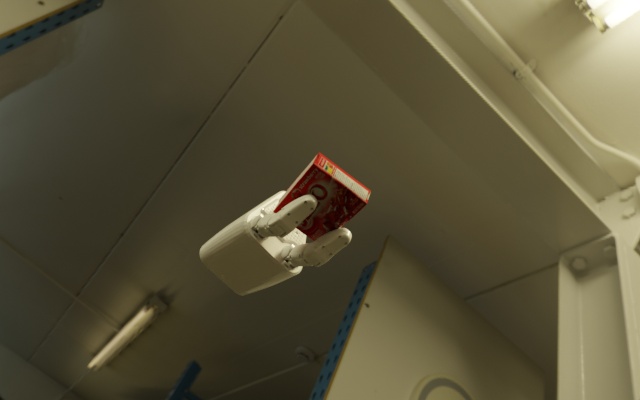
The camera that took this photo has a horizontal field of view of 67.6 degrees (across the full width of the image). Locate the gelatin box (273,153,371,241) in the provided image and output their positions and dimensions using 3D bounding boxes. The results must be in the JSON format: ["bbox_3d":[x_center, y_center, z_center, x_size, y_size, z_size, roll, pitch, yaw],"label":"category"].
[{"bbox_3d":[0.000,0.001,0.536,0.073,0.089,0.030,37,35,-9],"label":"gelatin box"}]
